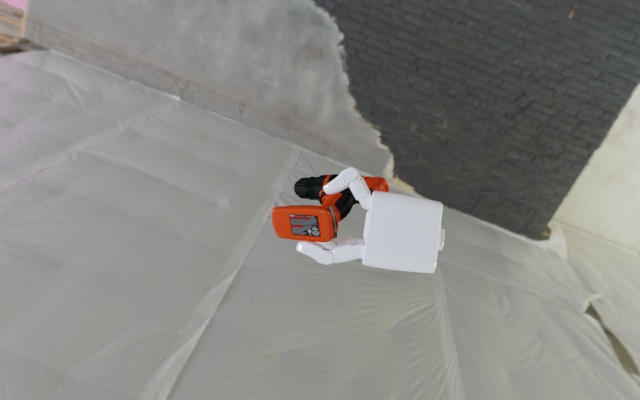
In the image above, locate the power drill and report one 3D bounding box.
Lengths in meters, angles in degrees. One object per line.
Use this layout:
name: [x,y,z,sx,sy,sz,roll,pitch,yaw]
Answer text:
power drill: [0.000,0.003,0.796,0.184,0.057,0.187,0,23,31]
